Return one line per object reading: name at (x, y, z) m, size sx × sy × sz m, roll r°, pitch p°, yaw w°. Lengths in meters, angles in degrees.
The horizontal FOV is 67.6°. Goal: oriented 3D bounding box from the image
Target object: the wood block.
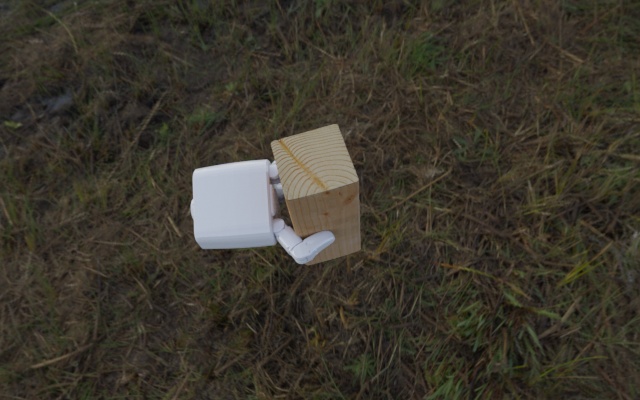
wood block at (0.000, 0.002, 0.660) m, size 0.090 × 0.090 × 0.206 m, roll -16°, pitch -29°, yaw -3°
